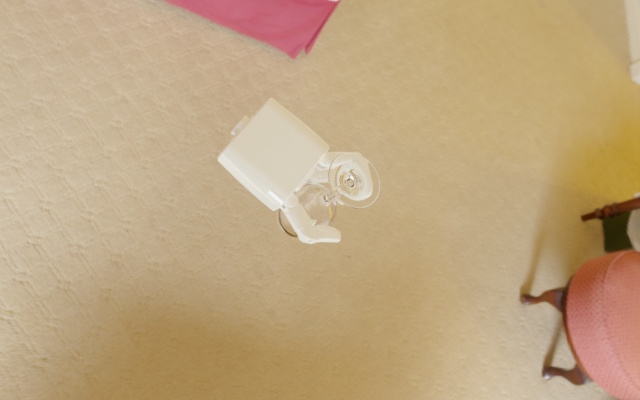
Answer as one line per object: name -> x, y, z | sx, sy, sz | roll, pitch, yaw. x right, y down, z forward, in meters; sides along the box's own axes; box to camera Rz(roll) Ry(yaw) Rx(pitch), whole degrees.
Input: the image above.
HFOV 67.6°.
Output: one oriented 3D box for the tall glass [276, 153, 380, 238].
tall glass -> 0.000, 0.002, 0.683 | 0.079, 0.079, 0.201 | 0, -17, -27
